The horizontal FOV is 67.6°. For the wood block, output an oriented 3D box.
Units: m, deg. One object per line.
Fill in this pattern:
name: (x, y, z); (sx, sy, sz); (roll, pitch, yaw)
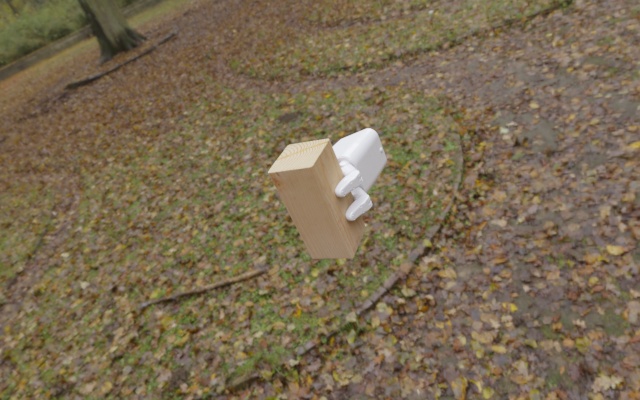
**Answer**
wood block: (0.000, 0.003, 0.870); (0.091, 0.206, 0.090); (-5, 37, 30)
